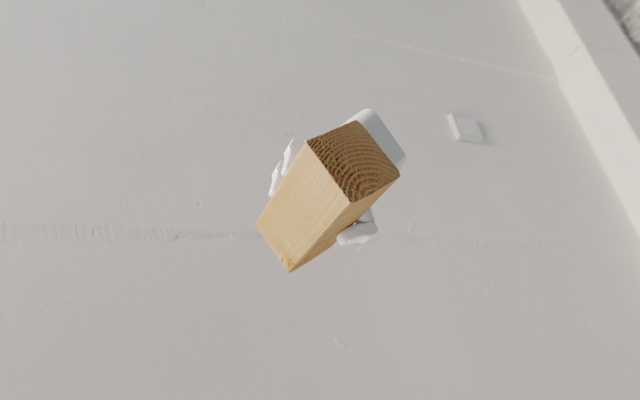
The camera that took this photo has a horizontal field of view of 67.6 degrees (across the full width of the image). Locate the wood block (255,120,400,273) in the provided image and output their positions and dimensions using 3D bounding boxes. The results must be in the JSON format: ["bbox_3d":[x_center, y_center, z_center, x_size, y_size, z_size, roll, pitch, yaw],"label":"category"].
[{"bbox_3d":[0.001,0.002,0.626,0.090,0.091,0.206,-28,-15,-35],"label":"wood block"}]
